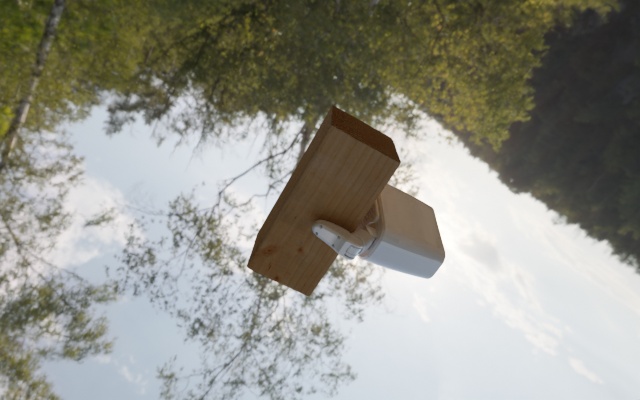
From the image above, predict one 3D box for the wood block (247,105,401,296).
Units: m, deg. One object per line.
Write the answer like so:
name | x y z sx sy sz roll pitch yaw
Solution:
wood block | 0.000 0.002 0.585 0.090 0.206 0.090 27 23 -11
